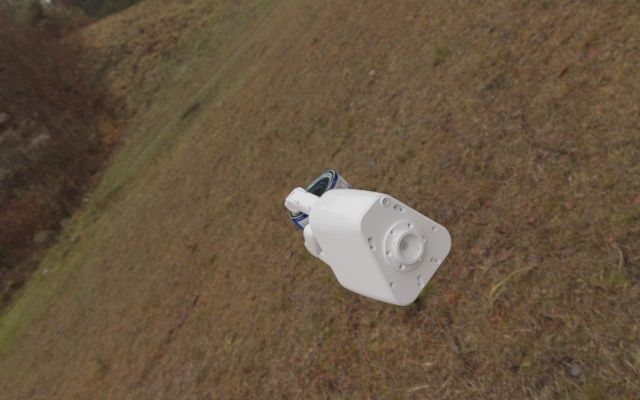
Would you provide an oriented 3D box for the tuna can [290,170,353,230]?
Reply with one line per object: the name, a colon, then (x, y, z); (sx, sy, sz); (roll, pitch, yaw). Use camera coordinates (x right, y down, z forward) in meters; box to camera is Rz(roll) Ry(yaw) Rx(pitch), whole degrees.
tuna can: (0.000, 0.002, 0.621); (0.034, 0.086, 0.086); (42, -15, -17)
